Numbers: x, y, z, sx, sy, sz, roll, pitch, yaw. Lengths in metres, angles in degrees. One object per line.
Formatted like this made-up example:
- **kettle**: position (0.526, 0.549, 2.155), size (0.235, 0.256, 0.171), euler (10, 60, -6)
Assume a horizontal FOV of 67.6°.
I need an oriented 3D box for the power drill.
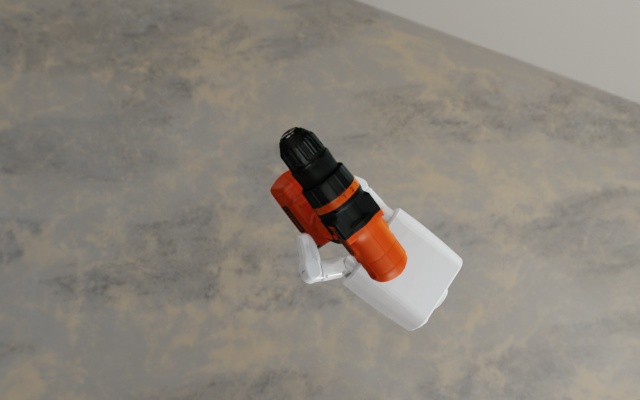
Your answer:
- **power drill**: position (0.000, 0.002, 0.537), size (0.057, 0.184, 0.187), euler (-39, 15, -11)
